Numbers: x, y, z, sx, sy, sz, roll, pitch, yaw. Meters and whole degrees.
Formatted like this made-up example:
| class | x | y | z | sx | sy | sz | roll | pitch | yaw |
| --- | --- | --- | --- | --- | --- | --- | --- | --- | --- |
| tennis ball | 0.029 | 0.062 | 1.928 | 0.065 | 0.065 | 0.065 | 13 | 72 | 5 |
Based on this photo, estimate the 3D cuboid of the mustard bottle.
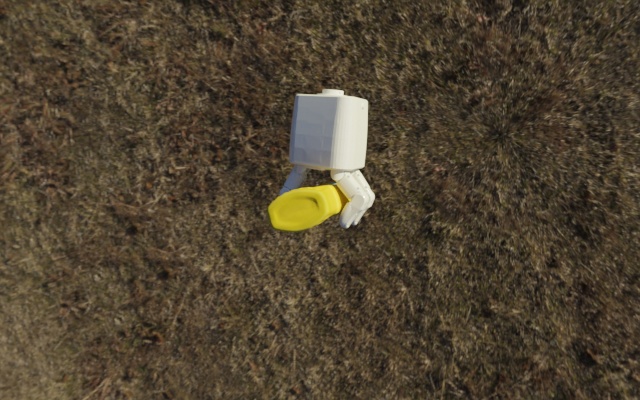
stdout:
| class | x | y | z | sx | sy | sz | roll | pitch | yaw |
| --- | --- | --- | --- | --- | --- | --- | --- | --- | --- |
| mustard bottle | 0.000 | 0.003 | 0.736 | 0.096 | 0.058 | 0.191 | -18 | 1 | 22 |
